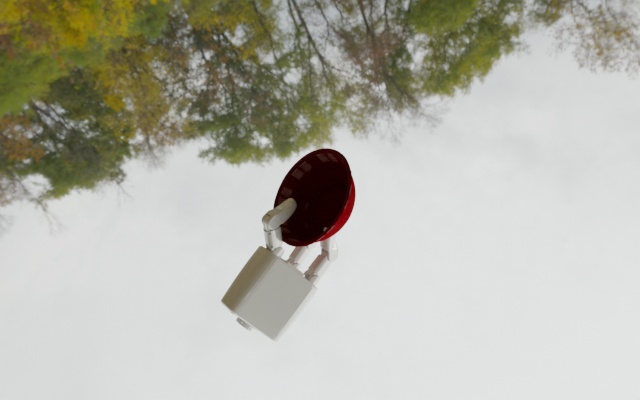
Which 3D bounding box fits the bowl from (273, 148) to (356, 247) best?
[{"bbox_3d":[0.001,0.002,0.741,0.162,0.162,0.055,0,-21,46],"label":"bowl"}]
